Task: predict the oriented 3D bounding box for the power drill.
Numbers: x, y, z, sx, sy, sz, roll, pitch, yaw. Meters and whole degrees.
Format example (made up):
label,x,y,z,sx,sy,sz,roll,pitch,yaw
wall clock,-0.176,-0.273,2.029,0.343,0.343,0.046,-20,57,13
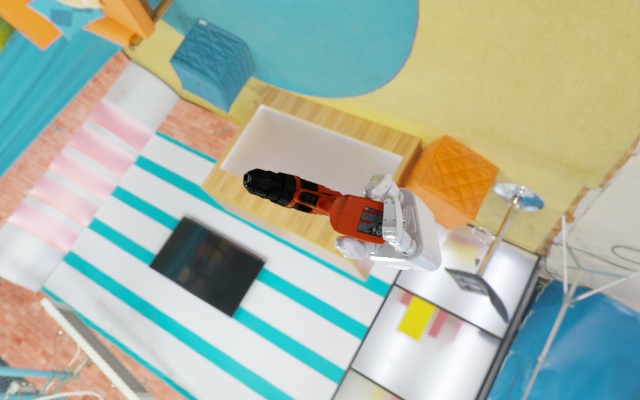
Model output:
label,x,y,z,sx,sy,sz,roll,pitch,yaw
power drill,0.001,0.002,0.690,0.184,0.057,0.187,14,6,-37
